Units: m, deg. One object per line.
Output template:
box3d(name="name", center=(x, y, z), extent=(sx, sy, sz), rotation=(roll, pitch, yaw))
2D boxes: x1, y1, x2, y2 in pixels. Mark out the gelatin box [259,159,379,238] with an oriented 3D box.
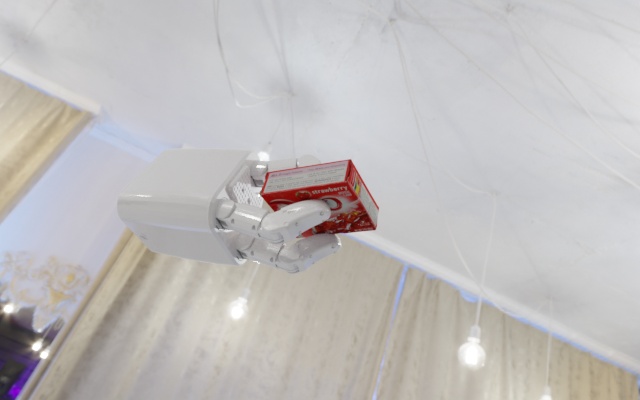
box3d(name="gelatin box", center=(0.000, 0.001, 0.440), extent=(0.089, 0.030, 0.073), rotation=(-8, -40, 25))
